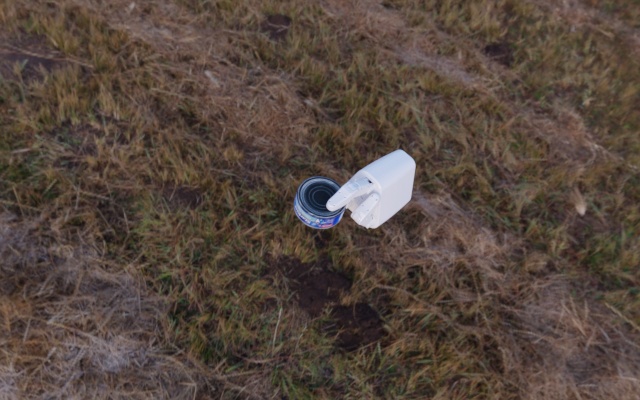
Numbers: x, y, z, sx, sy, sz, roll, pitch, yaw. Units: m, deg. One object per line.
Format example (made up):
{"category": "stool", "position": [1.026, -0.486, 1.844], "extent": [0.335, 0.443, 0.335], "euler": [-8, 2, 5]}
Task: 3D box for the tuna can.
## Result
{"category": "tuna can", "position": [0.000, 0.002, 0.795], "extent": [0.086, 0.086, 0.034], "euler": [0, -34, -14]}
